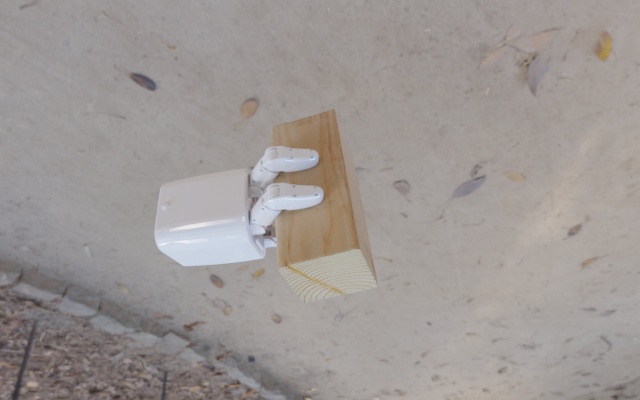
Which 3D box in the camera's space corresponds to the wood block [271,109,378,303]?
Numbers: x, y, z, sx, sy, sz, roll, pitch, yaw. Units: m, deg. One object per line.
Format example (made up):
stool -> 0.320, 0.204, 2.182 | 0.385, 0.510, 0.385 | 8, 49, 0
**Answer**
wood block -> 0.000, 0.002, 0.569 | 0.090, 0.206, 0.091 | -15, -38, 10
